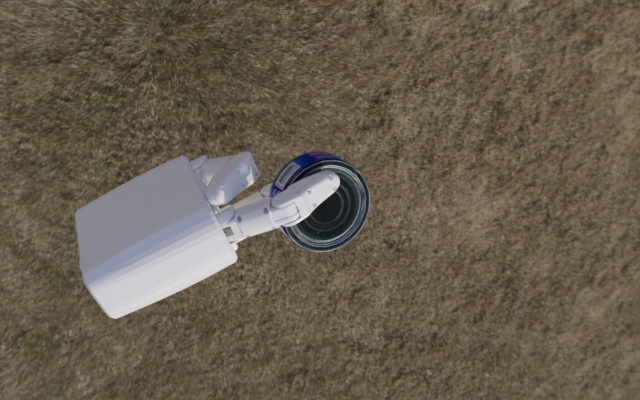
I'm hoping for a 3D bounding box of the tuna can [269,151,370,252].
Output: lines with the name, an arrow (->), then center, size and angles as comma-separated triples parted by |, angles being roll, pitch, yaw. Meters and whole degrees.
tuna can -> 0.000, 0.002, 0.422 | 0.086, 0.086, 0.033 | 0, 16, -23
